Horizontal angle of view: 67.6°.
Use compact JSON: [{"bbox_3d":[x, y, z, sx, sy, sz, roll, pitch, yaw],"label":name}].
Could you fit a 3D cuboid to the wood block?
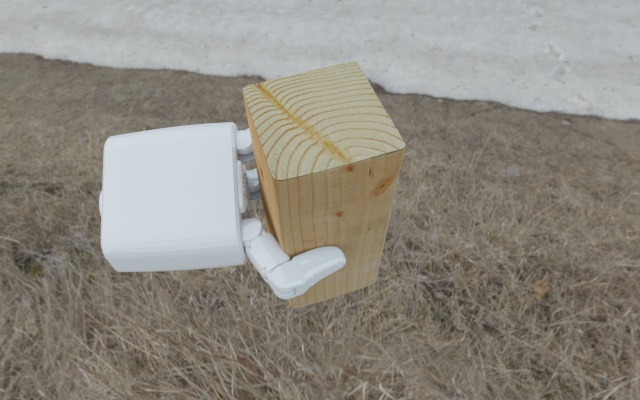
[{"bbox_3d":[0.000,0.002,0.404,0.090,0.090,0.206,-16,-33,-10],"label":"wood block"}]
